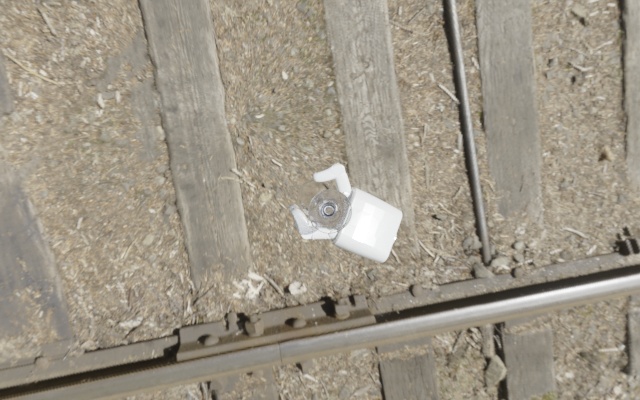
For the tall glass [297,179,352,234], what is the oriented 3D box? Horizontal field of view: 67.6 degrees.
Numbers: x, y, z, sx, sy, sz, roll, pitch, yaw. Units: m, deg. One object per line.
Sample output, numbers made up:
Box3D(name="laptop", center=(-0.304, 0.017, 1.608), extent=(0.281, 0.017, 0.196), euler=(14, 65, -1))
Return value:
Box3D(name="tall glass", center=(0.000, 0.003, 0.884), extent=(0.079, 0.079, 0.201), euler=(0, 9, -10))
